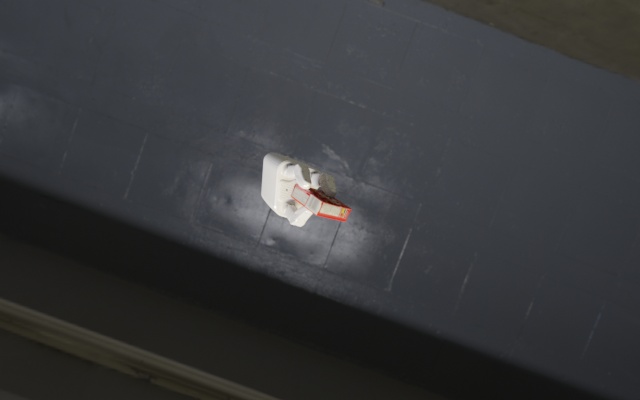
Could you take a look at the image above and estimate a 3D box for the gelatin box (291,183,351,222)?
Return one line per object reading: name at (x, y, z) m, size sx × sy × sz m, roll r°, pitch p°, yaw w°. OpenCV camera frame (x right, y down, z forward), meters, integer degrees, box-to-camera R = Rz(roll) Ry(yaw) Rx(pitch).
gelatin box at (0.000, 0.003, 0.859) m, size 0.073 × 0.030 × 0.089 m, roll 15°, pitch 13°, yaw -41°
